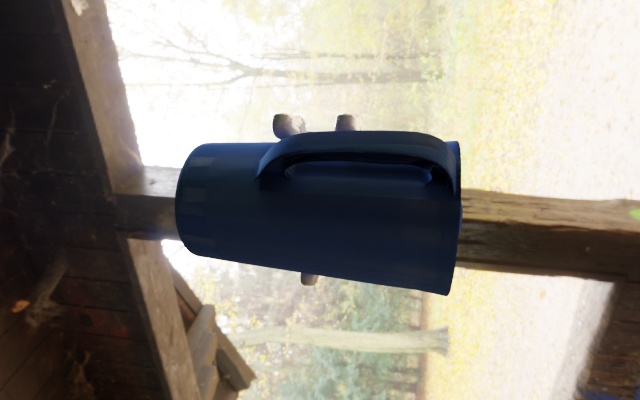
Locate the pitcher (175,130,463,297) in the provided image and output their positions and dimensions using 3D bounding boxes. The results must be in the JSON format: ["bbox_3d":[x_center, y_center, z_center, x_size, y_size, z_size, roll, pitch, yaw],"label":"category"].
[{"bbox_3d":[0.000,0.001,0.423,0.243,0.149,0.145,4,17,10],"label":"pitcher"}]
